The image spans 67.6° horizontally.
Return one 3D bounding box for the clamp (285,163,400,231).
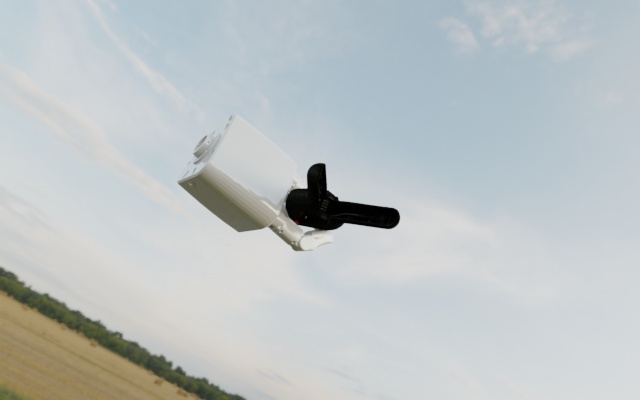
[{"bbox_3d":[0.000,0.001,0.573,0.120,0.039,0.171,41,-29,-25],"label":"clamp"}]
